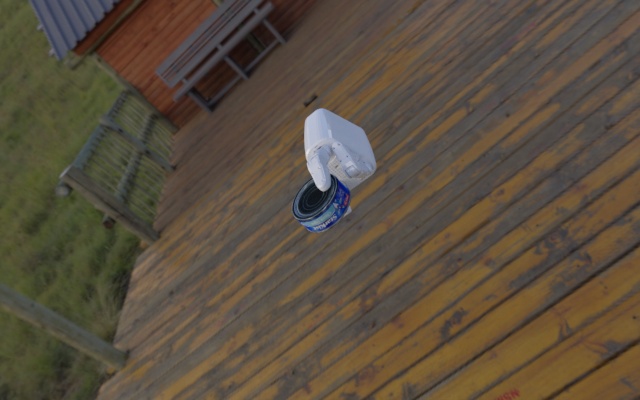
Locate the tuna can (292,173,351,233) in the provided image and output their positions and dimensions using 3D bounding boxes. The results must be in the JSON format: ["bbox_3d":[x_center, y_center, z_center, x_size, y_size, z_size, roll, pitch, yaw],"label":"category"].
[{"bbox_3d":[0.000,0.002,0.693,0.086,0.086,0.034,0,-34,47],"label":"tuna can"}]
